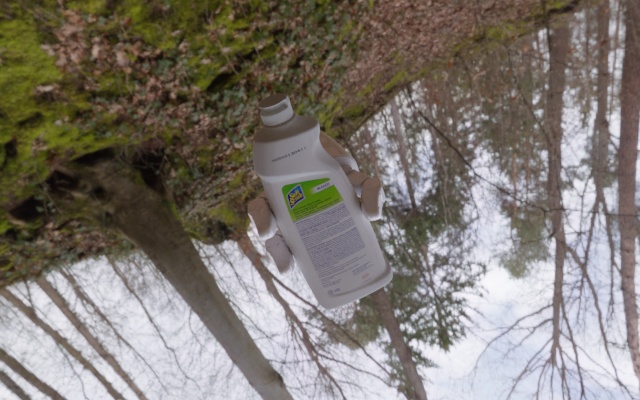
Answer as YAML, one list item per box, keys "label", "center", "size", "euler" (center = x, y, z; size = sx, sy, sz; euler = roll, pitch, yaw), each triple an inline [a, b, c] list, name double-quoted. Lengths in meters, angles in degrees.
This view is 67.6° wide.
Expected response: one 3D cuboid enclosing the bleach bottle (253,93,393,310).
- label: "bleach bottle"
  center: [0.000, 0.002, 0.514]
  size: [0.102, 0.251, 0.068]
  euler: [-26, 33, -8]
